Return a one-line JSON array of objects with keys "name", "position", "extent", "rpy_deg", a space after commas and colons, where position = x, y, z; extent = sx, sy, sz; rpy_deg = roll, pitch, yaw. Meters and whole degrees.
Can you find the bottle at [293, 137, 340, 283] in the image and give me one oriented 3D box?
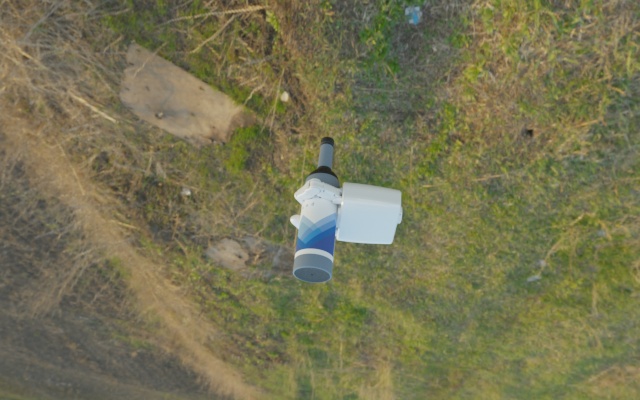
[{"name": "bottle", "position": [0.000, 0.003, 0.887], "extent": [0.069, 0.295, 0.069], "rpy_deg": [5, -32, 3]}]
